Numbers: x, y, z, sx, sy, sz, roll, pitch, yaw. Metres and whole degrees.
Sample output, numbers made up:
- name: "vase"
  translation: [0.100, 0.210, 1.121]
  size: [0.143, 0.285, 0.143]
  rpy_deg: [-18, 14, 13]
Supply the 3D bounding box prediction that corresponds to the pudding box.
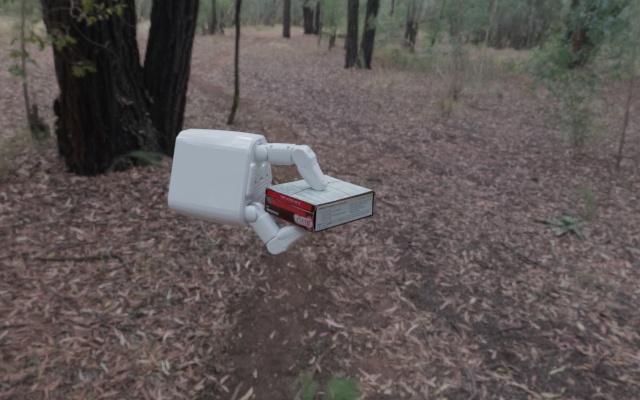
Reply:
- name: "pudding box"
  translation: [0.000, 0.002, 0.600]
  size: [0.090, 0.039, 0.113]
  rpy_deg: [21, 26, 41]
